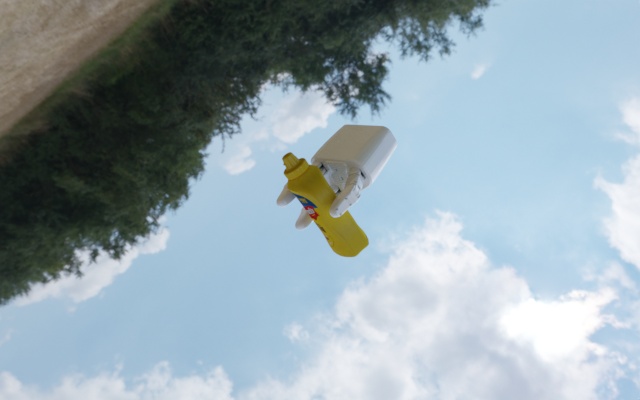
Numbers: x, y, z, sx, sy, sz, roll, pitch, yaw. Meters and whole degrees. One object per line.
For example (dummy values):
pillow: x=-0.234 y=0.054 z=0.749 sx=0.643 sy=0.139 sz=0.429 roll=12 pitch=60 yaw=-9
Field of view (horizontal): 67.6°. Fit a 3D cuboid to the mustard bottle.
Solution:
mustard bottle: x=0.000 y=0.003 z=0.764 sx=0.058 sy=0.192 sz=0.096 roll=-40 pitch=23 yaw=-10
